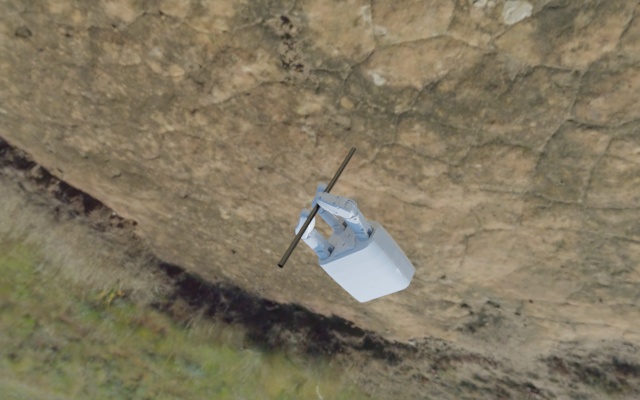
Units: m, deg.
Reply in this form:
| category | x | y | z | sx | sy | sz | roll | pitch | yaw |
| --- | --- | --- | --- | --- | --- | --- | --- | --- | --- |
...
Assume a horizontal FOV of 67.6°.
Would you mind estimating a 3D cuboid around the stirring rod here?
| category | x | y | z | sx | sy | sz | roll | pitch | yaw |
| --- | --- | --- | --- | --- | --- | --- | --- | --- | --- |
| stirring rod | 0.000 | 0.002 | 0.701 | 0.011 | 0.239 | 0.011 | 22 | -35 | 16 |
